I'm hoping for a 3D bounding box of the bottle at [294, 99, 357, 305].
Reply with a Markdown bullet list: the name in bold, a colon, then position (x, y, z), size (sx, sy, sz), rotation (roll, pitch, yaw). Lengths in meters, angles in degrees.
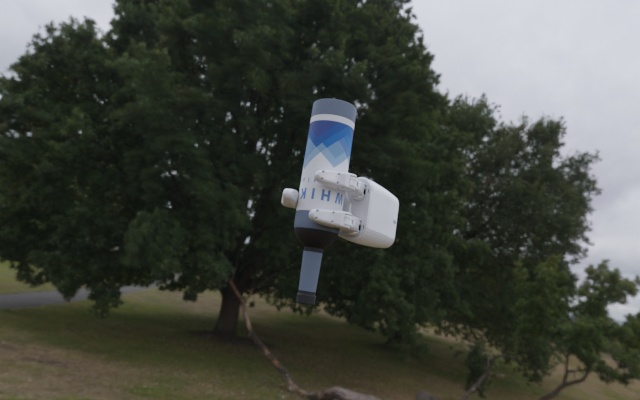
- **bottle**: position (0.000, 0.002, 0.699), size (0.069, 0.295, 0.069), rotation (8, -9, 1)
